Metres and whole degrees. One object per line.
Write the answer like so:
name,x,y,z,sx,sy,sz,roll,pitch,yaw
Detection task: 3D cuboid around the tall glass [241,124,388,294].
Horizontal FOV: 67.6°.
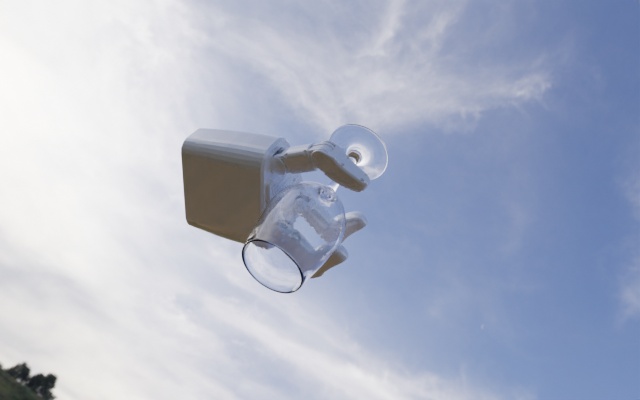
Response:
tall glass,0.000,0.001,0.481,0.079,0.079,0.201,0,35,31
